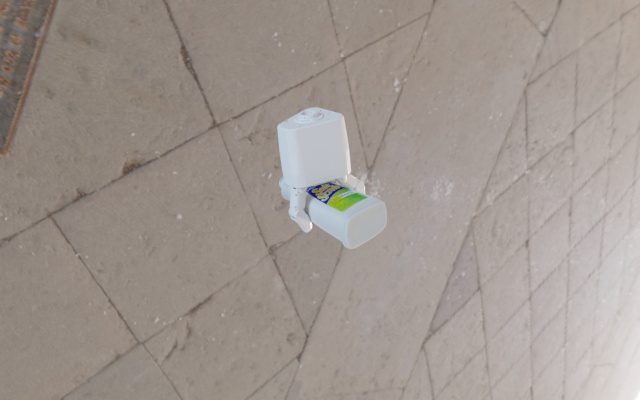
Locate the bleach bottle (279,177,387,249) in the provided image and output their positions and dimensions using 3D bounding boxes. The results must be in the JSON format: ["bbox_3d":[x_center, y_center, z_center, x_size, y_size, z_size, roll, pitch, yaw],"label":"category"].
[{"bbox_3d":[0.000,0.003,0.884,0.102,0.068,0.250,-27,34,-32],"label":"bleach bottle"}]
